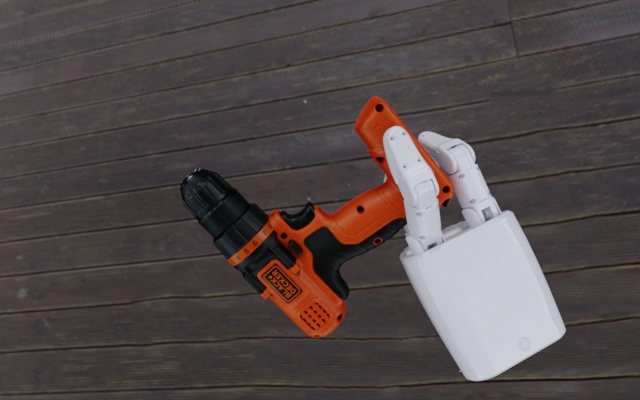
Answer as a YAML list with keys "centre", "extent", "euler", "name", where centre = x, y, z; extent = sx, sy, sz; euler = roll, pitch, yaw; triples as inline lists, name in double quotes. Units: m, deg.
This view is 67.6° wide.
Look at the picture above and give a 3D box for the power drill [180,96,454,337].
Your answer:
- centre: [0.001, 0.001, 0.406]
  extent: [0.187, 0.184, 0.057]
  euler: [-41, 11, 10]
  name: "power drill"
